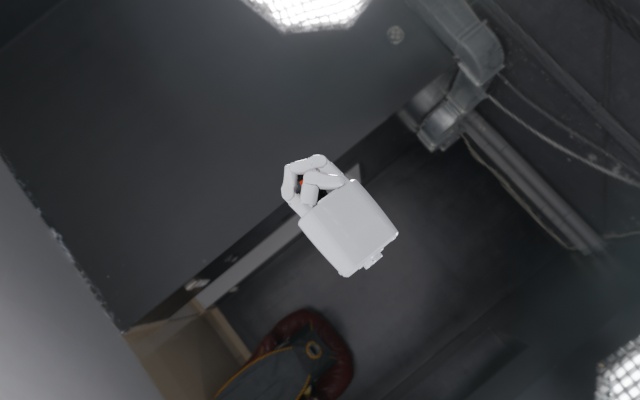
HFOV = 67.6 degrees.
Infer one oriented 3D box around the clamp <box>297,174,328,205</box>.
[{"bbox_3d":[0.001,0.002,0.812,0.039,0.120,0.171,-40,-11,-1],"label":"clamp"}]
